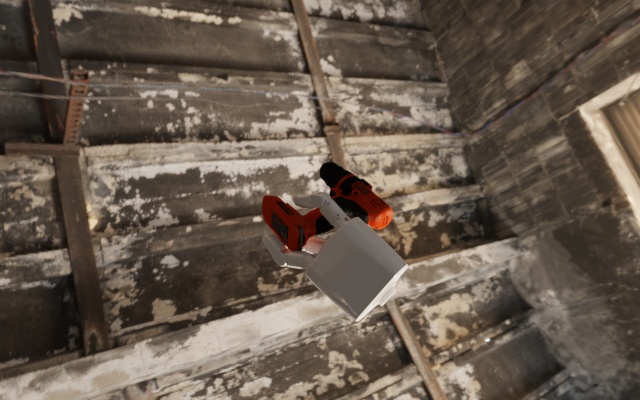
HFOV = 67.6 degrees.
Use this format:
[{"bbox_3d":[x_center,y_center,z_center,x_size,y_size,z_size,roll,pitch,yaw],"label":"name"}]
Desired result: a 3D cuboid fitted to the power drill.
[{"bbox_3d":[0.000,0.003,0.804,0.187,0.057,0.184,-19,41,-27],"label":"power drill"}]
